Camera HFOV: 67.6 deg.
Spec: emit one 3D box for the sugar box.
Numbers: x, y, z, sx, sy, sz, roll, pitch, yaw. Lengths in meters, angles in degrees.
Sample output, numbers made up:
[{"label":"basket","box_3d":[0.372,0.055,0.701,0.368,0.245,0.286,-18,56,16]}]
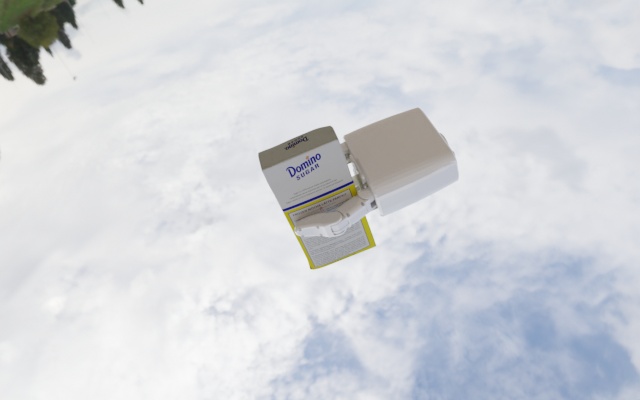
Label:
[{"label":"sugar box","box_3d":[0.000,0.002,0.584,0.093,0.176,0.048,-22,36,1]}]
